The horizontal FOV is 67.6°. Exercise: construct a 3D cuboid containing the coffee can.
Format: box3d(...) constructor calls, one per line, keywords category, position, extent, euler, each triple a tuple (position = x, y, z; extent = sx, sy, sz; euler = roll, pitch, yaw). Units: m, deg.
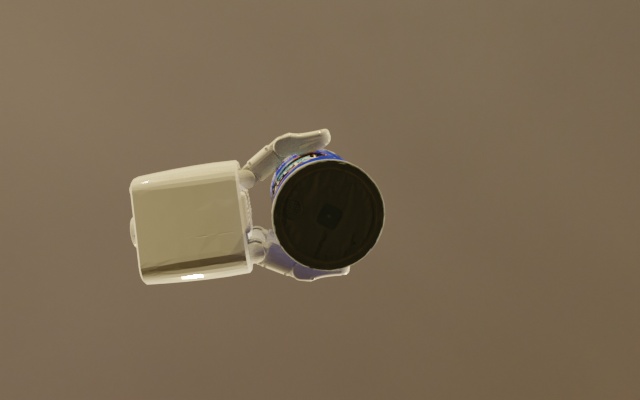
box3d(category="coffee can", position=(0.000, 0.002, 0.495), extent=(0.103, 0.103, 0.140), euler=(0, 11, -7))
